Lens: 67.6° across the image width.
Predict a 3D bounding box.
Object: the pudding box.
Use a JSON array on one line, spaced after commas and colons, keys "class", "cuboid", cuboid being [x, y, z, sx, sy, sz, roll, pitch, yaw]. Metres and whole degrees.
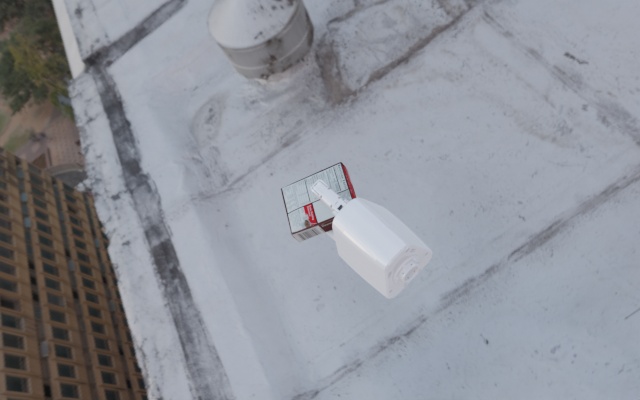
[{"class": "pudding box", "cuboid": [0.000, 0.002, 0.751, 0.113, 0.090, 0.039, -22, -31, 12]}]
